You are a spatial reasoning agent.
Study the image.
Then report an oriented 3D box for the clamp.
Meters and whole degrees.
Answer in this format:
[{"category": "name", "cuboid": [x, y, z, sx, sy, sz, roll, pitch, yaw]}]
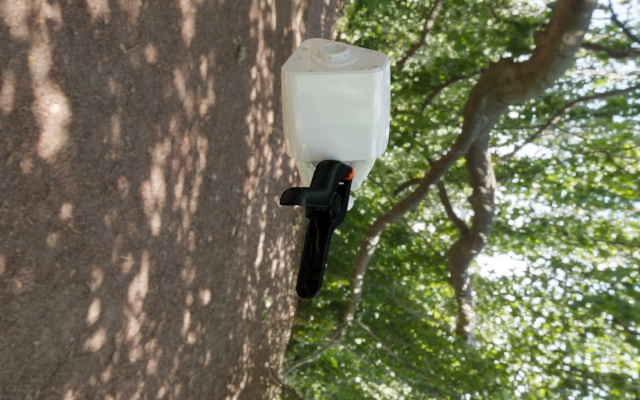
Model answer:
[{"category": "clamp", "cuboid": [0.001, 0.002, 0.495, 0.039, 0.120, 0.171, 6, 41, 13]}]
